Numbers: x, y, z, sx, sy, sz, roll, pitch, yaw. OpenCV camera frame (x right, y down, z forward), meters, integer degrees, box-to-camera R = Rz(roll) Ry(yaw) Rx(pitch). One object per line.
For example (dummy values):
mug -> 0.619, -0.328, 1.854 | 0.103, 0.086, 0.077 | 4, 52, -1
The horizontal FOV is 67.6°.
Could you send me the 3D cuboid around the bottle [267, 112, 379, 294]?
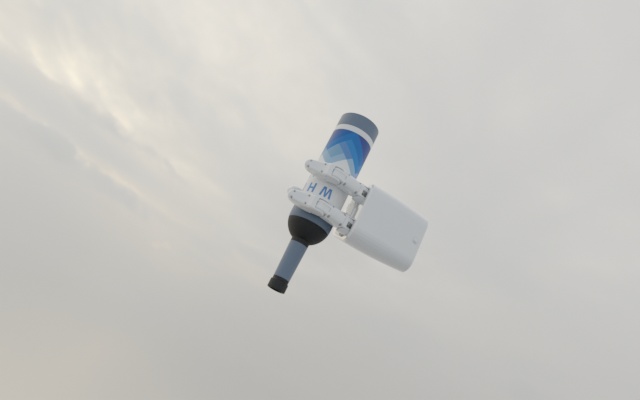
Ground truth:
bottle -> 0.000, 0.002, 0.720 | 0.069, 0.295, 0.069 | 24, -20, 9
